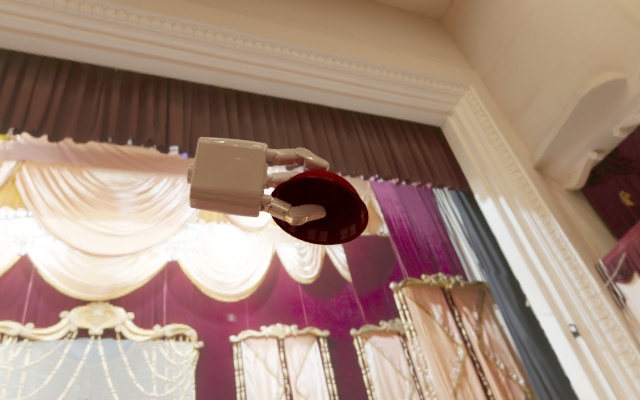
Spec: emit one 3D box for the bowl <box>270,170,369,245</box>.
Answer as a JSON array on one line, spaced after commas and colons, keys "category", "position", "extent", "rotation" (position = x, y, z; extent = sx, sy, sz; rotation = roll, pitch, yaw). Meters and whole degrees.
[{"category": "bowl", "position": [0.001, 0.003, 0.770], "extent": [0.162, 0.055, 0.162], "rotation": [7, -42, 7]}]
